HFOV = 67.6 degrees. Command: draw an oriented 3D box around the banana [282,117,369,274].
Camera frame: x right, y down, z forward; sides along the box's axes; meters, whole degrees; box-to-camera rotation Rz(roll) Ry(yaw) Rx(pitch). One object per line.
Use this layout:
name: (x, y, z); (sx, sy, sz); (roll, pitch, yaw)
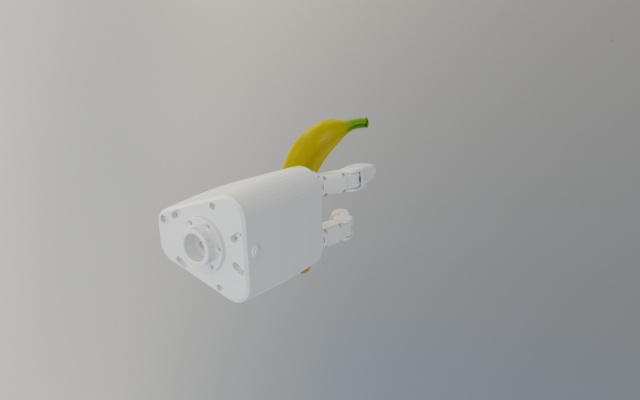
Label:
banana: (-0.015, -0.009, 0.524); (0.069, 0.198, 0.037); (25, 24, 9)
